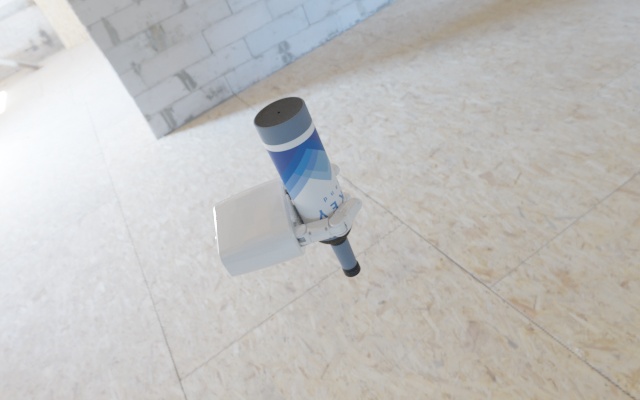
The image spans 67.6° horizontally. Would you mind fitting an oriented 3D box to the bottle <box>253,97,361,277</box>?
[{"bbox_3d":[0.000,0.002,0.652,0.069,0.296,0.069,-15,38,12],"label":"bottle"}]
